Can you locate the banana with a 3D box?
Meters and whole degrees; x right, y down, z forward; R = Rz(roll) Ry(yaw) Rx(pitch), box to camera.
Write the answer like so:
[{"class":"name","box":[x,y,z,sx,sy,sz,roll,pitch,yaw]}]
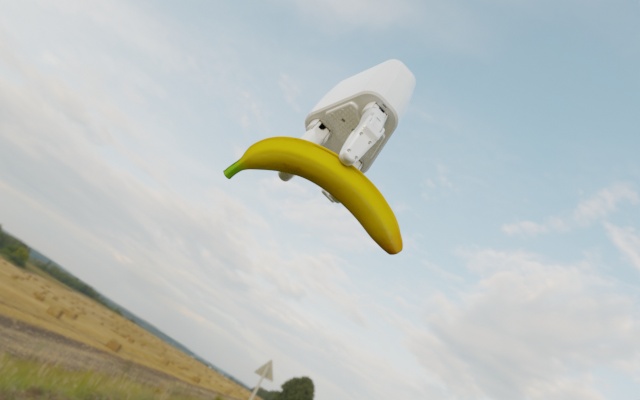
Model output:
[{"class":"banana","box":[0.004,-0.016,0.481,0.198,0.070,0.037,26,21,4]}]
